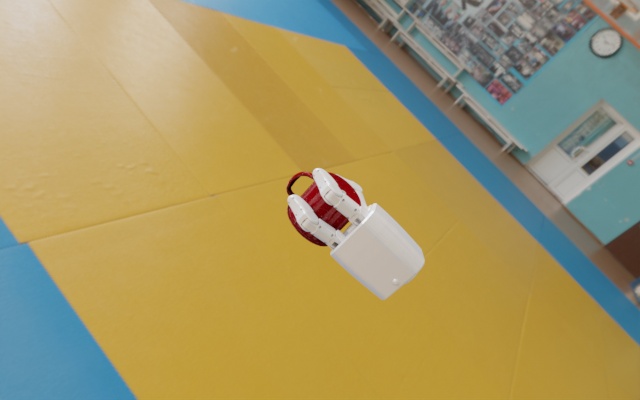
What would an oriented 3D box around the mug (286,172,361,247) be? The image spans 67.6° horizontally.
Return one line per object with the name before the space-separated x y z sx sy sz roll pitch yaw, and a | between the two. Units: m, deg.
mug | -0.001 0.001 0.741 0.081 0.117 0.093 -47 0 27
